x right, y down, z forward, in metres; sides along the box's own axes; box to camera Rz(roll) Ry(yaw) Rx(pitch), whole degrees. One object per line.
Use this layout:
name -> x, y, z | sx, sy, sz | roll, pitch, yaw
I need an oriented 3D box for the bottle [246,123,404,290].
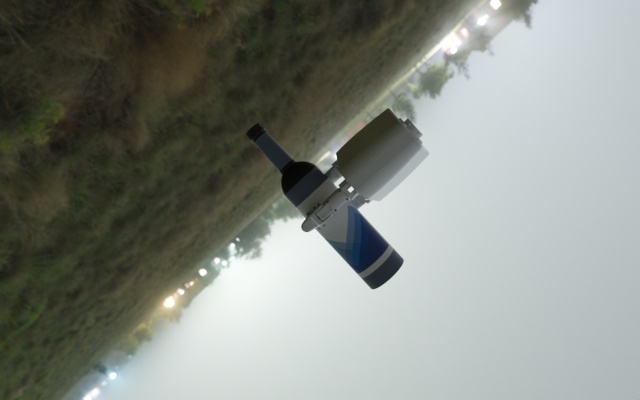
bottle -> 0.000, 0.003, 0.707 | 0.069, 0.296, 0.069 | -43, 2, 2
